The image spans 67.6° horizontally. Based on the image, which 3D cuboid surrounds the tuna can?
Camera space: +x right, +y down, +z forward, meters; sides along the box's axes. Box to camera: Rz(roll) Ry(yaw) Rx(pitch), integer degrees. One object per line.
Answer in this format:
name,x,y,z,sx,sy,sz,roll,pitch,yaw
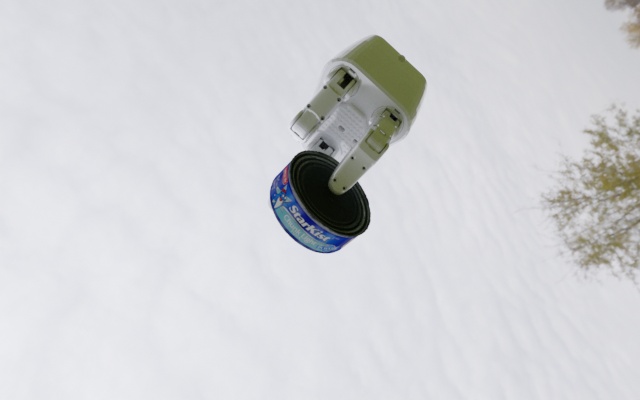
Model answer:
tuna can,0.000,0.002,0.404,0.086,0.086,0.034,0,-33,-46
